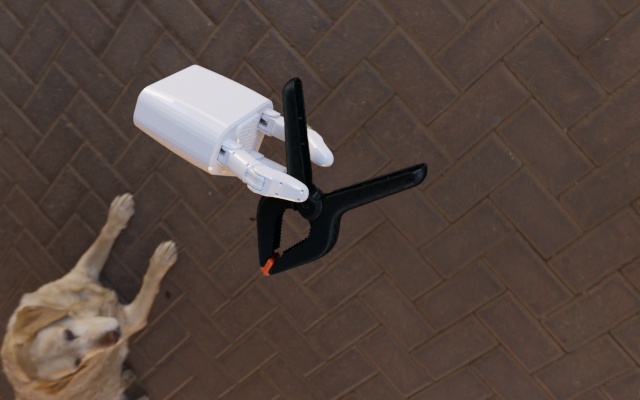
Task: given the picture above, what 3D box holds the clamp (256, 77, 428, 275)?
[{"bbox_3d":[-0.001,0.002,0.500,0.164,0.210,0.036,29,24,10],"label":"clamp"}]
